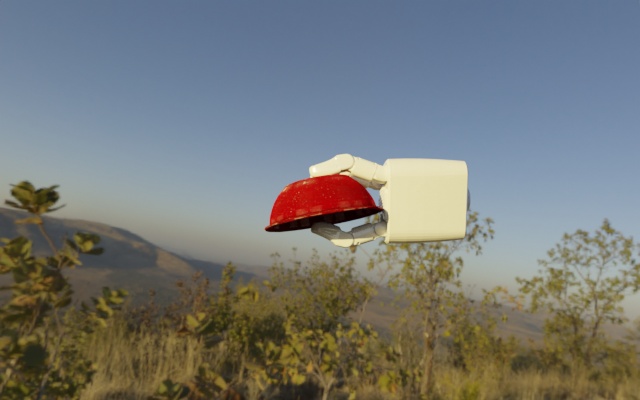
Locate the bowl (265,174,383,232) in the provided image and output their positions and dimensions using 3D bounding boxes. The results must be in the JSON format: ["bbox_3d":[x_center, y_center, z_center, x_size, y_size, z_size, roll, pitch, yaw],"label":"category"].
[{"bbox_3d":[-0.001,0.002,0.648,0.162,0.055,0.162,-10,-8,-1],"label":"bowl"}]
